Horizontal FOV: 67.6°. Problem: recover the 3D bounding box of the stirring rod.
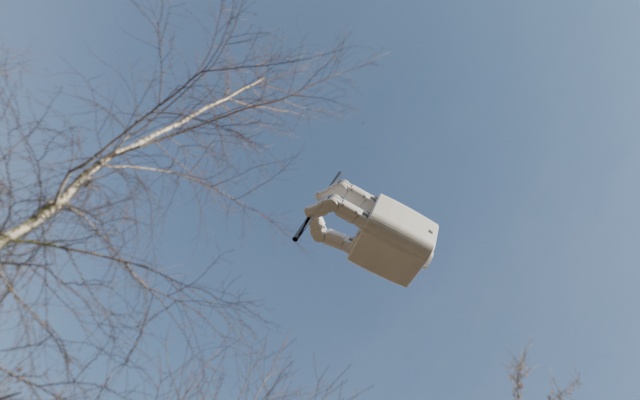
[{"bbox_3d":[0.000,0.003,0.774,0.011,0.011,0.239,0,26,19],"label":"stirring rod"}]
